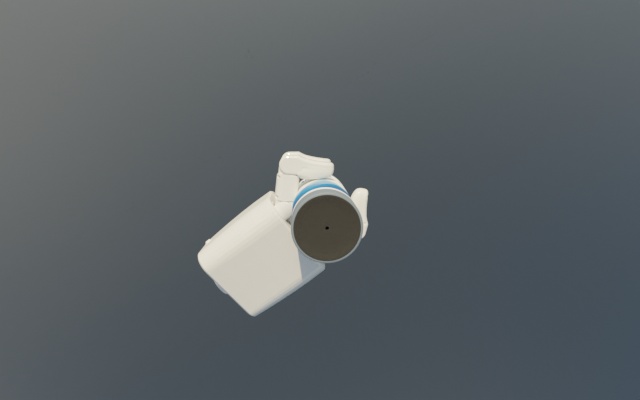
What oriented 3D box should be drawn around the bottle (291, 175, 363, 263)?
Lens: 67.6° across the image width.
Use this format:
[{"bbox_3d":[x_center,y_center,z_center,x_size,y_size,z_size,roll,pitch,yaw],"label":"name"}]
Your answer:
[{"bbox_3d":[0.000,0.002,0.578,0.069,0.069,0.295,0,9,-2],"label":"bottle"}]
